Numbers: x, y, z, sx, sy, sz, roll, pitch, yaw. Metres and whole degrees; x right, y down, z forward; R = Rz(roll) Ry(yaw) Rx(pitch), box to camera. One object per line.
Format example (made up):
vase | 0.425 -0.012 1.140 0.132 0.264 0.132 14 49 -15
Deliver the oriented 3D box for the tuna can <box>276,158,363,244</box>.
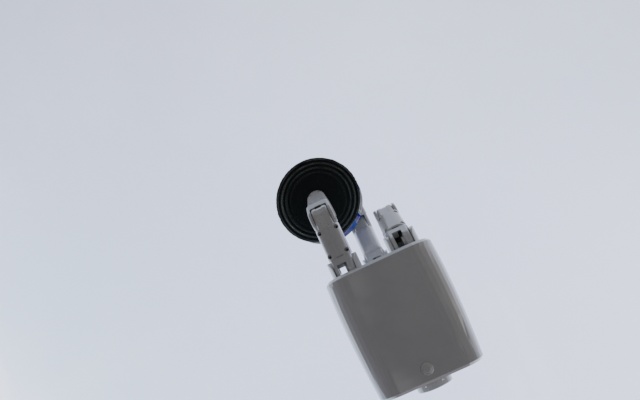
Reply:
tuna can | 0.000 0.002 0.489 0.086 0.086 0.034 0 -9 12
